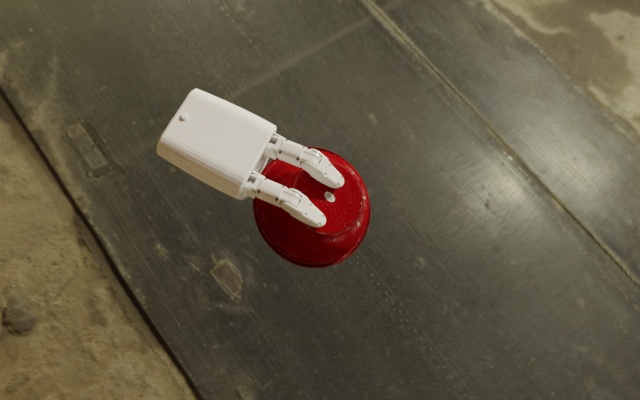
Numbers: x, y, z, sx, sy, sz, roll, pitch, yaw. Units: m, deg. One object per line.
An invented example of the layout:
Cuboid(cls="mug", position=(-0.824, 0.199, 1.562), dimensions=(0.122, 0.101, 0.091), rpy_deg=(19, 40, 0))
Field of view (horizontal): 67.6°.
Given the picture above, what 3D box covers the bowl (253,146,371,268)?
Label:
Cuboid(cls="bowl", position=(0.001, 0.002, 0.598), dimensions=(0.162, 0.162, 0.055), rpy_deg=(0, -12, -20))
